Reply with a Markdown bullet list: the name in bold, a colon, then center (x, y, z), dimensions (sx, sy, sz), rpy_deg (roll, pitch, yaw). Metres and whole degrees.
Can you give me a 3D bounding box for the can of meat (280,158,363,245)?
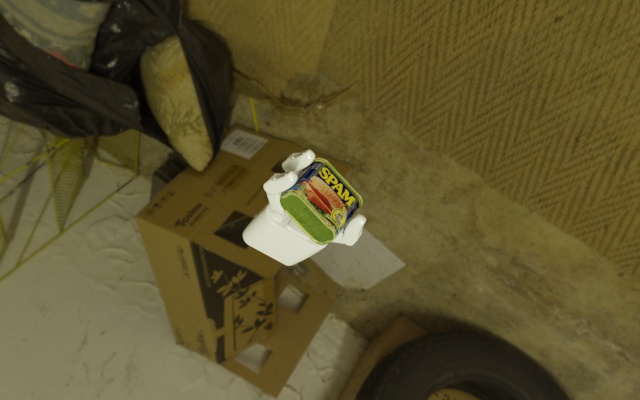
- **can of meat**: center (0.000, 0.003, 0.700), dimensions (0.057, 0.102, 0.084), rpy_deg (-33, 13, 49)
